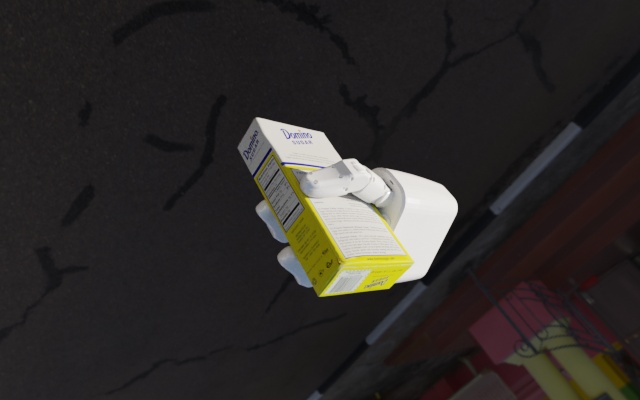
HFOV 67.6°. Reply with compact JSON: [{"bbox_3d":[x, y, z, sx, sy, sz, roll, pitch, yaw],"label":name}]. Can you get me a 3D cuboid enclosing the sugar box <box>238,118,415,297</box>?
[{"bbox_3d":[0.000,0.002,0.437,0.093,0.048,0.176,5,40,-44],"label":"sugar box"}]
